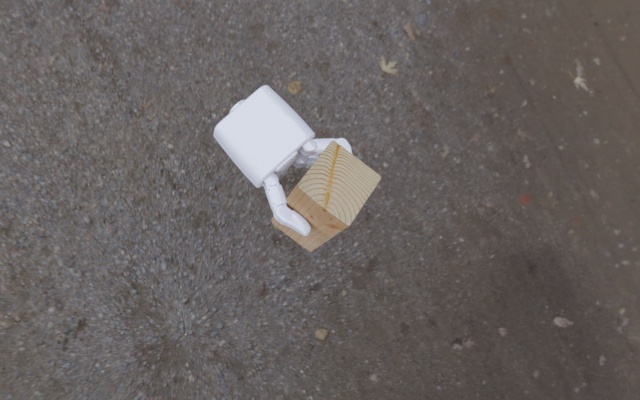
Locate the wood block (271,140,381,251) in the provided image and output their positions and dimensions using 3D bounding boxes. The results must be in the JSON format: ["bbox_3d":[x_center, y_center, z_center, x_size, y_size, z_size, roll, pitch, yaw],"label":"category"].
[{"bbox_3d":[0.000,0.002,0.738,0.090,0.090,0.206,38,-22,-3],"label":"wood block"}]
